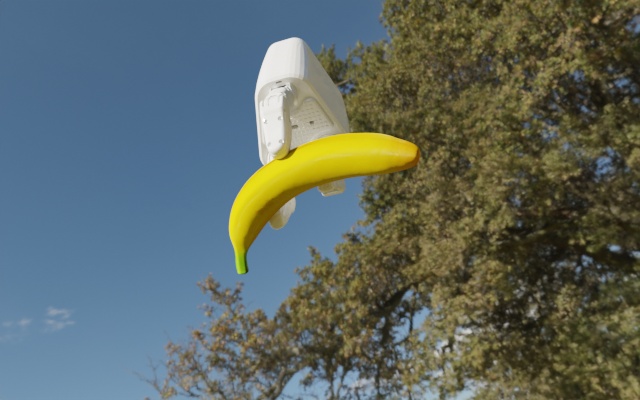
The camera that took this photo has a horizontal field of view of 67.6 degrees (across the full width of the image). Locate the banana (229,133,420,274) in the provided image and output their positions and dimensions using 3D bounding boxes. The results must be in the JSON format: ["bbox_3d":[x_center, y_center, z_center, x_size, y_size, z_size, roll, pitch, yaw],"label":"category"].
[{"bbox_3d":[-0.014,-0.012,0.407,0.198,0.069,0.037,-34,9,23],"label":"banana"}]
